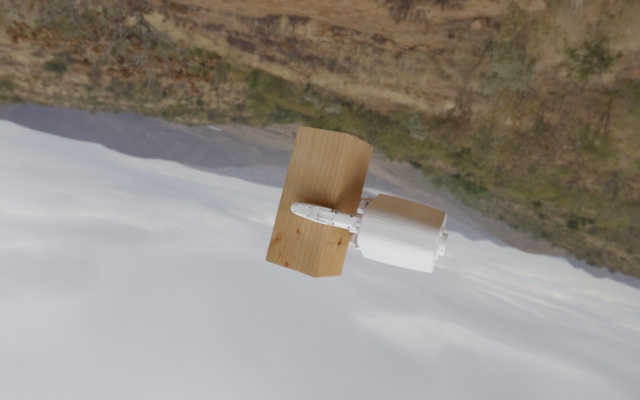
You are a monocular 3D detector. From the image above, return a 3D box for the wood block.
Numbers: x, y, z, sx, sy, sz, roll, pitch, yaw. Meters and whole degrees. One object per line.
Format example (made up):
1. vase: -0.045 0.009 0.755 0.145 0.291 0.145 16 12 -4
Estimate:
1. wood block: 0.000 0.003 0.717 0.090 0.206 0.091 14 1 29
